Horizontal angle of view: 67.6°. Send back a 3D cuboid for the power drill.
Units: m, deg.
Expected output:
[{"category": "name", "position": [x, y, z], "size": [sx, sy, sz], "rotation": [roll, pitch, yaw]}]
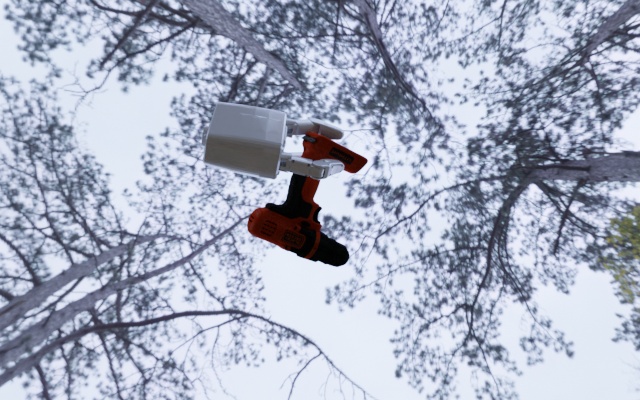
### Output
[{"category": "power drill", "position": [0.000, 0.002, 0.750], "size": [0.184, 0.187, 0.057], "rotation": [25, 1, -29]}]
